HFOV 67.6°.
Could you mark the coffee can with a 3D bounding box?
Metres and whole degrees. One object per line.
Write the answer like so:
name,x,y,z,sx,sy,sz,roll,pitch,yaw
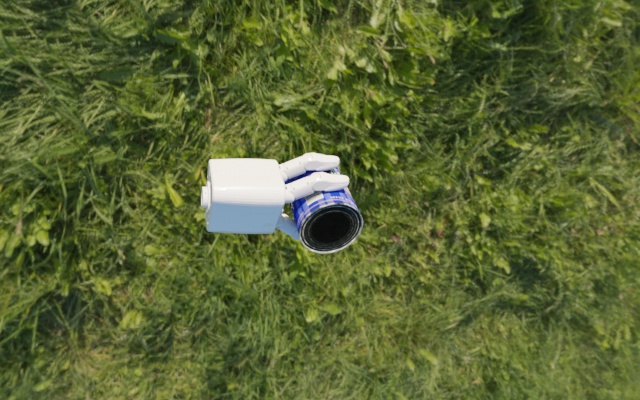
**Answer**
coffee can,0.000,0.003,0.785,0.103,0.103,0.140,0,38,-18
